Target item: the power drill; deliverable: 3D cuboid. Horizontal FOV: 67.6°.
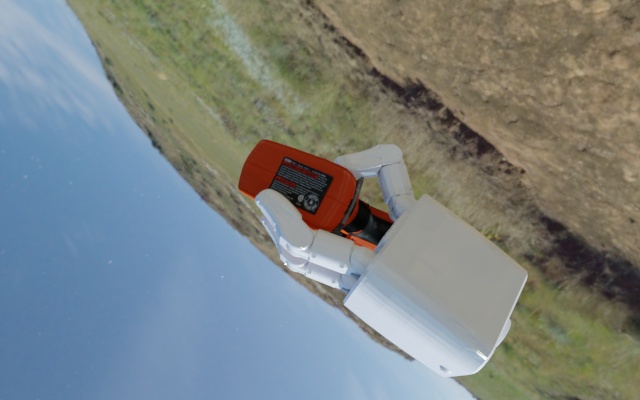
[{"bbox_3d":[0.000,0.002,0.479,0.184,0.057,0.188,22,-4,27],"label":"power drill"}]
